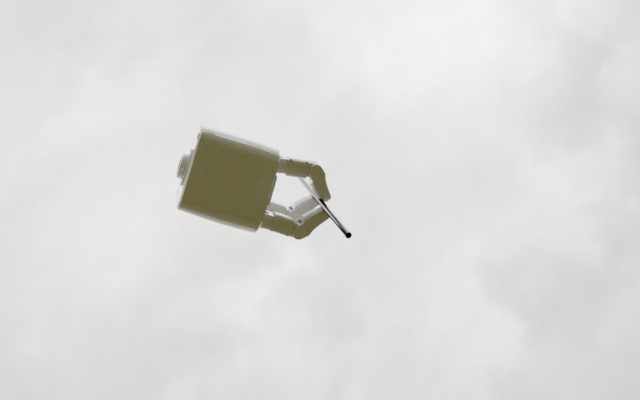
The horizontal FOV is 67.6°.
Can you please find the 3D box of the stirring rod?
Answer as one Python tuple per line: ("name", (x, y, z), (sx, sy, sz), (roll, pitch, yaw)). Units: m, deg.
("stirring rod", (0.000, 0.002, 0.656), (0.011, 0.011, 0.239), (0, 18, -16))
